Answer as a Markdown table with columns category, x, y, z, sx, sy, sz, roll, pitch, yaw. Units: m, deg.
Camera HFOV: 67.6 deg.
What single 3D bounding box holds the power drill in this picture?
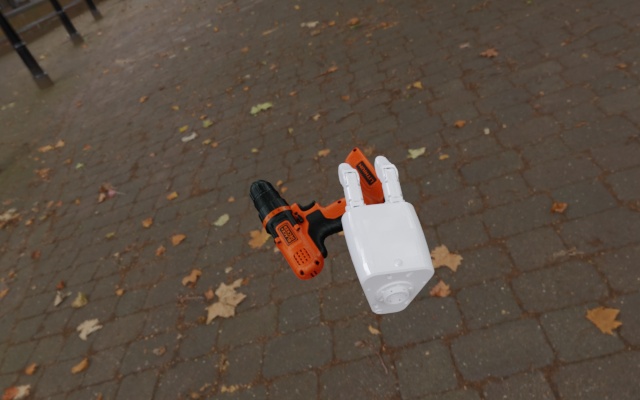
| category | x | y | z | sx | sy | sz | roll | pitch | yaw |
| --- | --- | --- | --- | --- | --- | --- | --- | --- | --- |
| power drill | 0.001 | 0.002 | 0.727 | 0.187 | 0.184 | 0.057 | -34 | -26 | -1 |
